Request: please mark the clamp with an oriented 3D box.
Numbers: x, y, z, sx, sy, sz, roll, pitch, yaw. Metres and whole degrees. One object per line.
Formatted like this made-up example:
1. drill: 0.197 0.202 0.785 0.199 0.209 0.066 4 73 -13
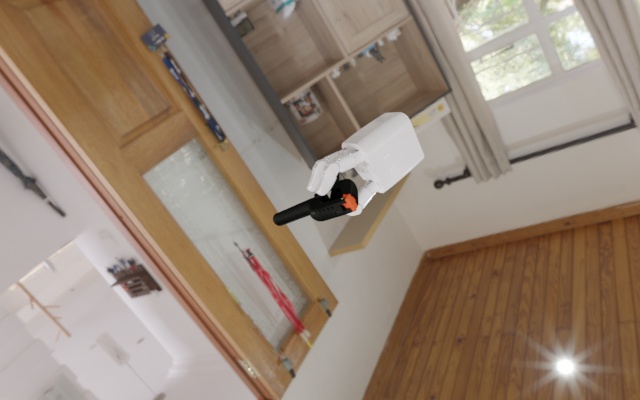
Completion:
1. clamp: 0.001 0.003 0.845 0.164 0.036 0.210 -40 19 -9
